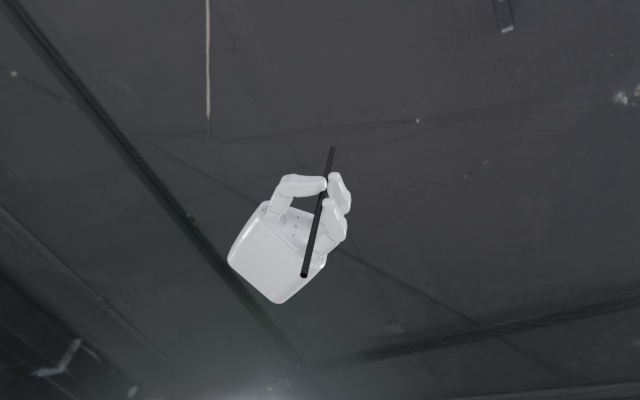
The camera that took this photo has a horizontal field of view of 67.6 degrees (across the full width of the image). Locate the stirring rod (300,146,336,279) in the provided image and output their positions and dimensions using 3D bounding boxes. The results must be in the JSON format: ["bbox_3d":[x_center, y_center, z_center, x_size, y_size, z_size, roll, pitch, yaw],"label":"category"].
[{"bbox_3d":[0.000,0.002,0.576,0.011,0.011,0.239,0,38,10],"label":"stirring rod"}]
